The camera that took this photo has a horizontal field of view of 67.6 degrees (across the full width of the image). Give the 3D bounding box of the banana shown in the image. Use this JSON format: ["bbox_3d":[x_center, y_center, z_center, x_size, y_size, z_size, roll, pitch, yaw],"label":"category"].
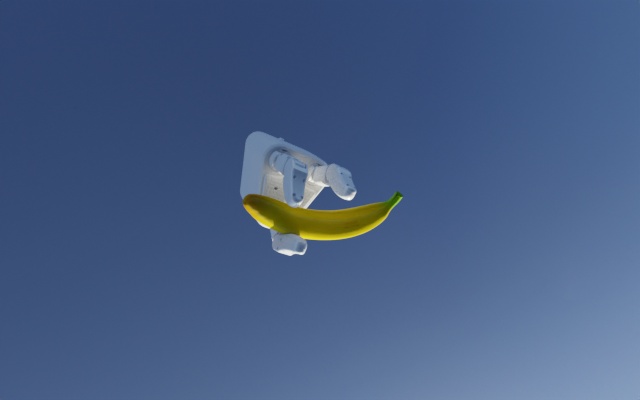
[{"bbox_3d":[0.001,0.018,0.585,0.198,0.070,0.037,-3,28,-19],"label":"banana"}]
